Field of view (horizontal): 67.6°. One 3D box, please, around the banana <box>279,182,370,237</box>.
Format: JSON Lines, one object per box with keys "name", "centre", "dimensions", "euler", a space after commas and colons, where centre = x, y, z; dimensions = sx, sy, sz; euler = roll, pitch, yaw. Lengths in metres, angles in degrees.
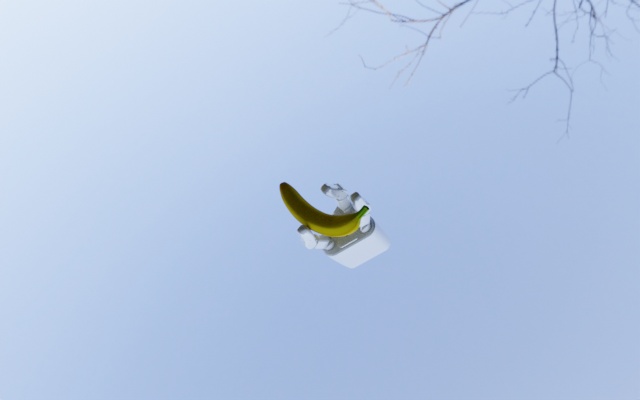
{"name": "banana", "centre": [-0.004, 0.021, 0.838], "dimensions": [0.198, 0.069, 0.037], "euler": [17, -6, 34]}
